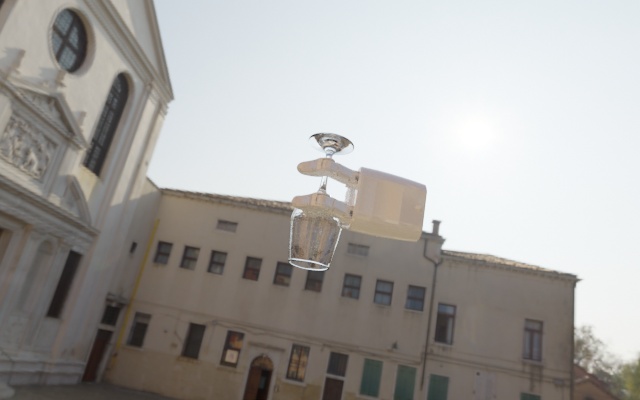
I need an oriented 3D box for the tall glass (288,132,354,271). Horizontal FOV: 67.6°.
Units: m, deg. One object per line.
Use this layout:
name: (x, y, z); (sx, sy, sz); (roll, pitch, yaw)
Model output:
tall glass: (0.000, 0.002, 0.727); (0.079, 0.201, 0.079); (10, -19, 3)
